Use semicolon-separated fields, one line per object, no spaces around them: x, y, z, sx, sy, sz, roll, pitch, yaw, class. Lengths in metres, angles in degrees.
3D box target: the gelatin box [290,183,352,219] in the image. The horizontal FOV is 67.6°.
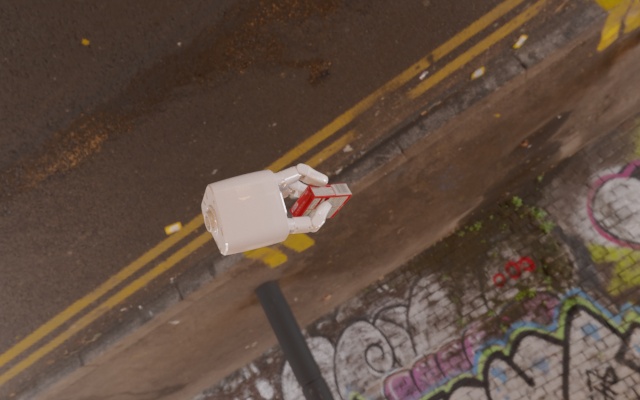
0.001;0.003;0.844;0.089;0.030;0.073;-4;-34;-38;gelatin box
